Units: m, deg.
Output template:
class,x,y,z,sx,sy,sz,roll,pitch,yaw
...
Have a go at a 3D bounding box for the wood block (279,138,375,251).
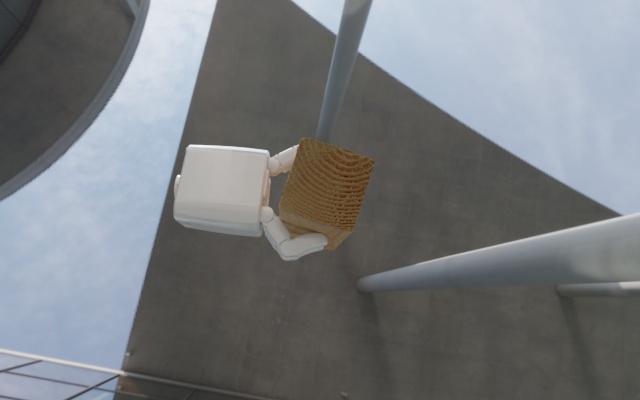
class,x,y,z,sx,sy,sz,roll,pitch,yaw
wood block,0.000,0.002,0.633,0.090,0.091,0.206,18,-12,-1
